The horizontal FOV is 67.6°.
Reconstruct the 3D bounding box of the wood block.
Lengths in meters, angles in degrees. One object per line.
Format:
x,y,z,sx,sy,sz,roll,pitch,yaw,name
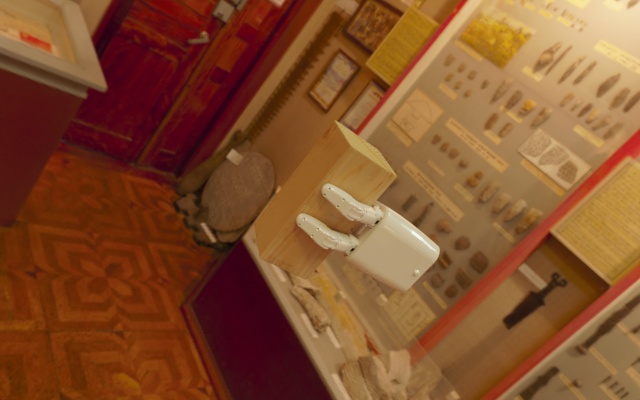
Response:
0.000,0.002,0.694,0.090,0.206,0.090,30,21,-28,wood block
